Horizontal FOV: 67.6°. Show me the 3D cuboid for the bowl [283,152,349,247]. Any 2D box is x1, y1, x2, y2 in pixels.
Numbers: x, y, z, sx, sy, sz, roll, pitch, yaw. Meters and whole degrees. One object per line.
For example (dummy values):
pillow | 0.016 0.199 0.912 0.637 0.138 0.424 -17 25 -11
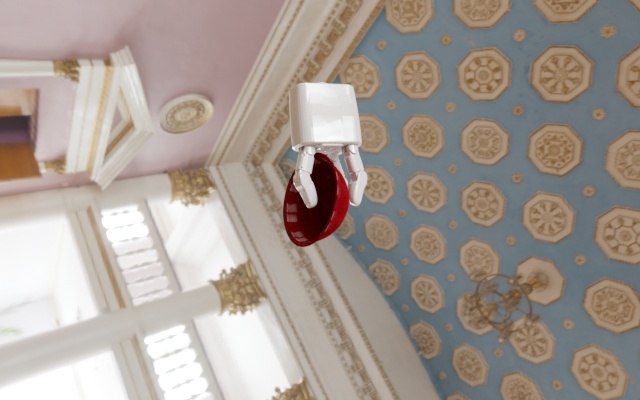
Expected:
bowl | 0.000 0.004 0.816 0.055 0.162 0.162 13 -7 -34
